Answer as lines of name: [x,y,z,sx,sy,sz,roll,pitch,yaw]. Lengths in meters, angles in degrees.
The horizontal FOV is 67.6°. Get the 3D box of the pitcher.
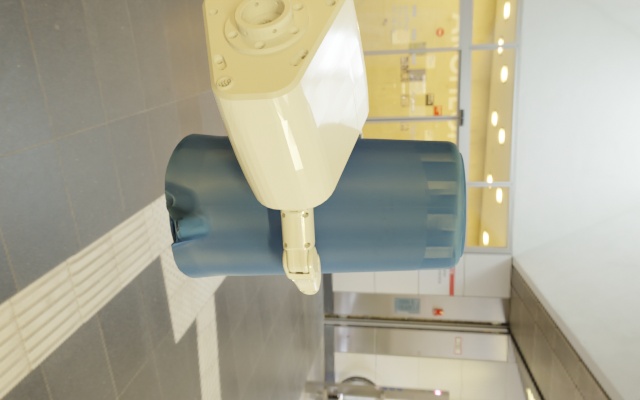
pitcher: [0.000,0.001,0.433,0.243,0.149,0.145,0,-33,10]
